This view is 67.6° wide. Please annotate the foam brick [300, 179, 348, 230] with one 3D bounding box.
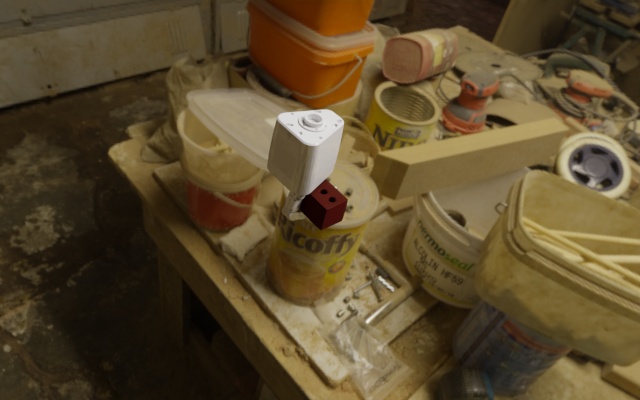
[{"bbox_3d":[0.000,0.003,0.828,0.053,0.051,0.078,-24,55,-37],"label":"foam brick"}]
